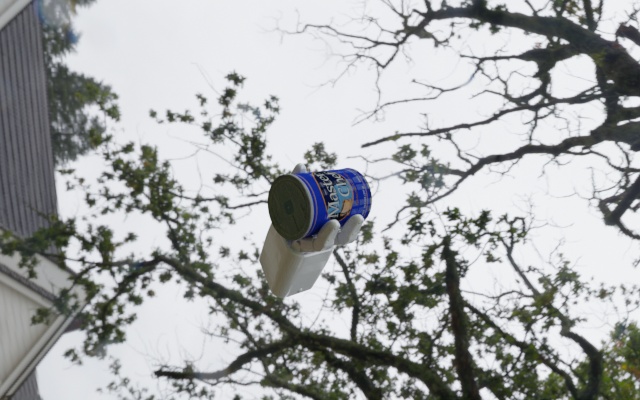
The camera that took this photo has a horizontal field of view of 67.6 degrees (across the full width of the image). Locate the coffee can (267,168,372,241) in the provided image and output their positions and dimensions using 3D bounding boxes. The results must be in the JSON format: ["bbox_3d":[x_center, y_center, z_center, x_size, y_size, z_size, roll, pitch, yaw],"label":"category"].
[{"bbox_3d":[0.000,0.002,0.775,0.140,0.103,0.103,-10,7,-43],"label":"coffee can"}]
